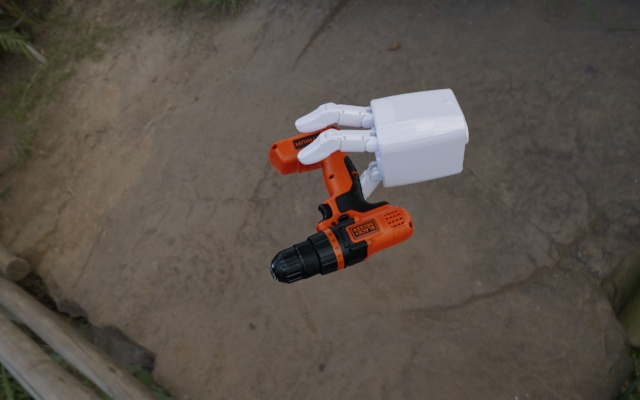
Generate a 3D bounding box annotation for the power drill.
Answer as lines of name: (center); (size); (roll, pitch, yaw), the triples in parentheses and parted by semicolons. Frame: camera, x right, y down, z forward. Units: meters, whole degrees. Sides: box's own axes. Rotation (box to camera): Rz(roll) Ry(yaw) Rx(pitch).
power drill: (0.000, 0.002, 0.611); (0.184, 0.187, 0.057); (-18, -27, -15)
